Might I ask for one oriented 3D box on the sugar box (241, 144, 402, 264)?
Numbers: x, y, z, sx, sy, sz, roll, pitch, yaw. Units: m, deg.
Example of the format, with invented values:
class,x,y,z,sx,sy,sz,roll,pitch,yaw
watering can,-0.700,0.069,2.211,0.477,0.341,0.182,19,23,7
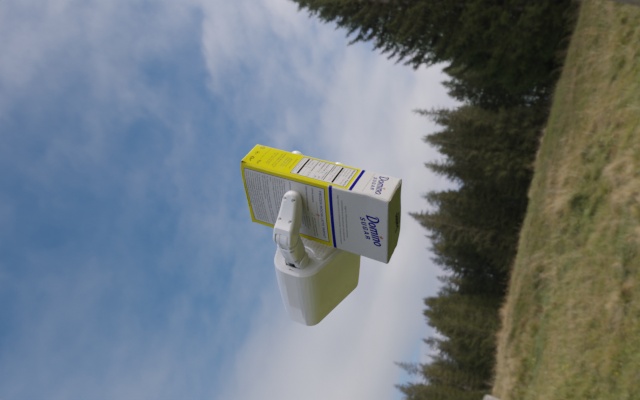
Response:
class,x,y,z,sx,sy,sz,roll,pitch,yaw
sugar box,0.000,0.001,0.528,0.176,0.093,0.048,14,45,21
